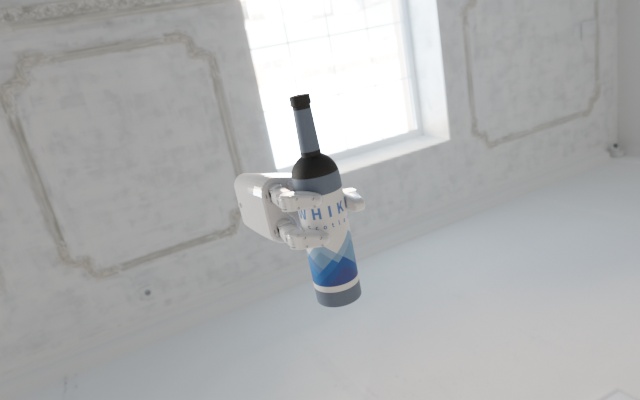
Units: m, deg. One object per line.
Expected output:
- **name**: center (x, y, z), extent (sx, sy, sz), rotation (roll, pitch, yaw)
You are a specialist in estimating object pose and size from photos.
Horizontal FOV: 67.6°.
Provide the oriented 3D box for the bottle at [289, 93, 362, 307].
- **bottle**: center (0.000, 0.002, 0.658), extent (0.069, 0.296, 0.069), rotation (-10, 17, 3)
